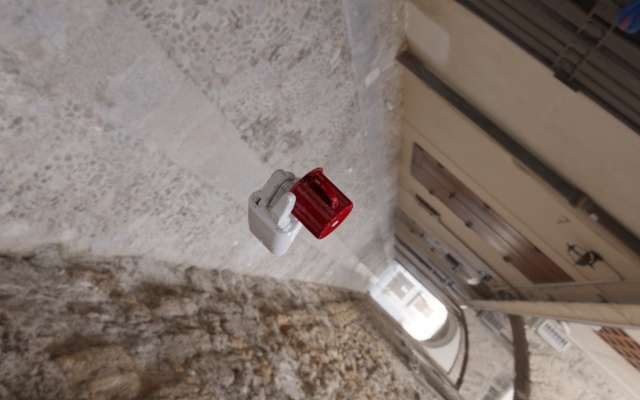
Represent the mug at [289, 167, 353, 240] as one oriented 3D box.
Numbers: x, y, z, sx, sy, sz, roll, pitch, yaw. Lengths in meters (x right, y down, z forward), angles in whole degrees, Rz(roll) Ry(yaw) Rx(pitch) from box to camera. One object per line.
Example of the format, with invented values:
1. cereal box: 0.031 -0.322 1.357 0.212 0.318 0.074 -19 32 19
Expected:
1. mug: 0.001 0.002 0.752 0.093 0.081 0.117 -39 -14 -25
